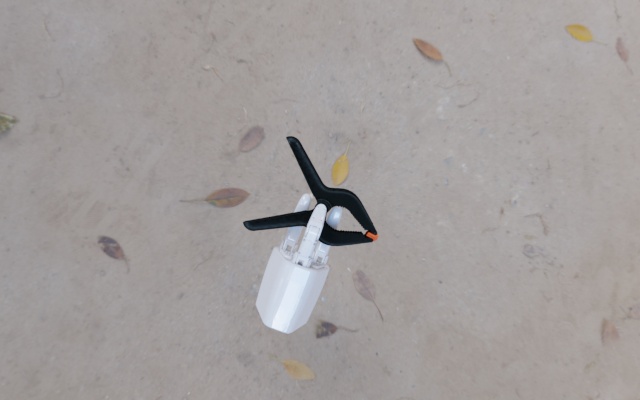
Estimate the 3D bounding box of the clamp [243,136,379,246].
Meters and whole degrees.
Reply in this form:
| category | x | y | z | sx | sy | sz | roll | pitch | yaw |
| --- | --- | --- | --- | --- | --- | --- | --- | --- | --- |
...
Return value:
| category | x | y | z | sx | sy | sz | roll | pitch | yaw |
| --- | --- | --- | --- | --- | --- | --- | --- | --- | --- |
| clamp | 0.001 | 0.003 | 0.761 | 0.210 | 0.164 | 0.036 | 20 | 6 | -1 |
